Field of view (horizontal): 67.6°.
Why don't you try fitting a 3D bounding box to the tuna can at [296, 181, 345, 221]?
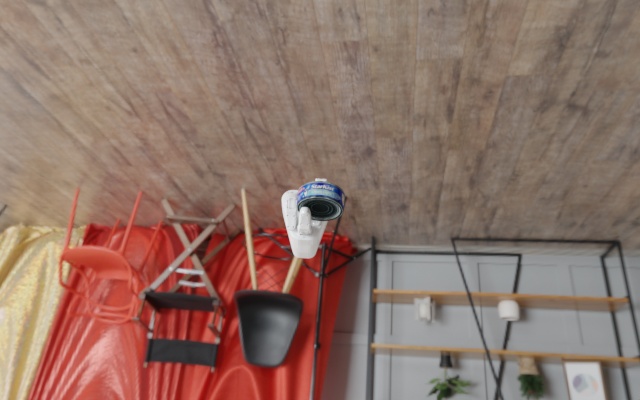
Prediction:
[{"bbox_3d":[0.000,0.003,0.855,0.086,0.033,0.086,4,-32,2],"label":"tuna can"}]
